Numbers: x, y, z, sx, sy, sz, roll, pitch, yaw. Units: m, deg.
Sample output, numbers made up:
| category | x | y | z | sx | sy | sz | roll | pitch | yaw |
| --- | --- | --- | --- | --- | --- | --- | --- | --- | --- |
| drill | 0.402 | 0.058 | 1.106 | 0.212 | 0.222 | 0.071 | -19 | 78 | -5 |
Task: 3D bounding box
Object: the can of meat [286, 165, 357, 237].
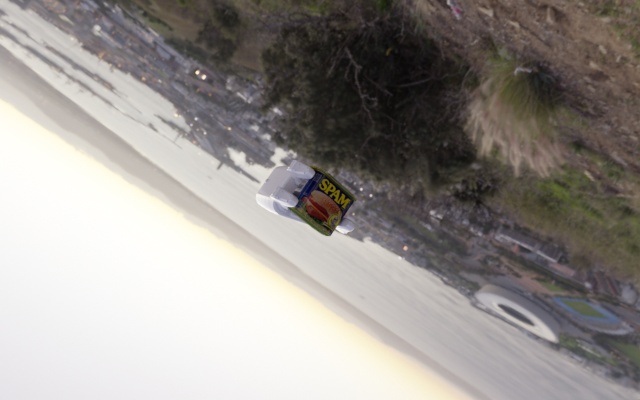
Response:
| category | x | y | z | sx | sy | sz | roll | pitch | yaw |
| --- | --- | --- | --- | --- | --- | --- | --- | --- | --- |
| can of meat | 0.000 | 0.003 | 0.828 | 0.102 | 0.084 | 0.057 | 40 | -11 | -29 |
